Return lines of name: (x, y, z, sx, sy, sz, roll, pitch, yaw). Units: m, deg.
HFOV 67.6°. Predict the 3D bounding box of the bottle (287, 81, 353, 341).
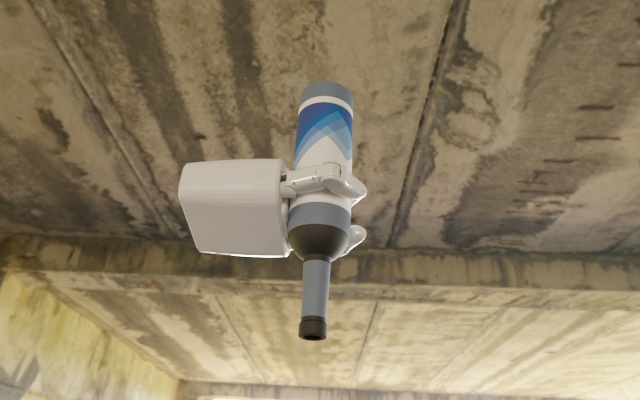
bottle: (0.000, 0.001, 0.521, 0.069, 0.295, 0.069, 3, -30, 1)
